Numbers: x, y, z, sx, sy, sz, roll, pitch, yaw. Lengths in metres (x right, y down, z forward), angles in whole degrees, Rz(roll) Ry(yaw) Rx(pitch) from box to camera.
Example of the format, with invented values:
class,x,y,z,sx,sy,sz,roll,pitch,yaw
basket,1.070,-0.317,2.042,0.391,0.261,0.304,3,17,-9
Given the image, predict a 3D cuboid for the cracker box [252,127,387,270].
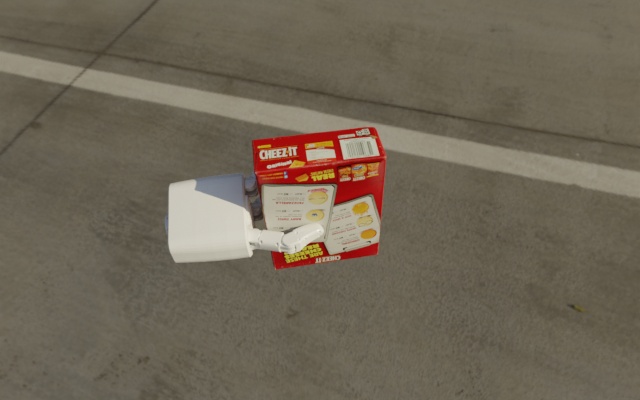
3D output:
class,x,y,z,sx,sy,sz,roll,pitch,yaw
cracker box,0.000,0.002,0.674,0.164,0.072,0.214,-8,-40,-3
